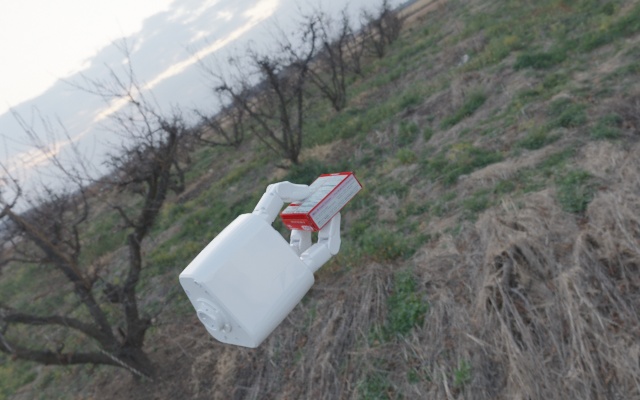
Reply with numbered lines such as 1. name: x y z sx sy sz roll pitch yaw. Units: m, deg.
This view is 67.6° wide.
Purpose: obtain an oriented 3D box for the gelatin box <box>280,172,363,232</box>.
1. gelatin box: 0.000 0.001 0.614 0.089 0.030 0.073 -44 21 -24
